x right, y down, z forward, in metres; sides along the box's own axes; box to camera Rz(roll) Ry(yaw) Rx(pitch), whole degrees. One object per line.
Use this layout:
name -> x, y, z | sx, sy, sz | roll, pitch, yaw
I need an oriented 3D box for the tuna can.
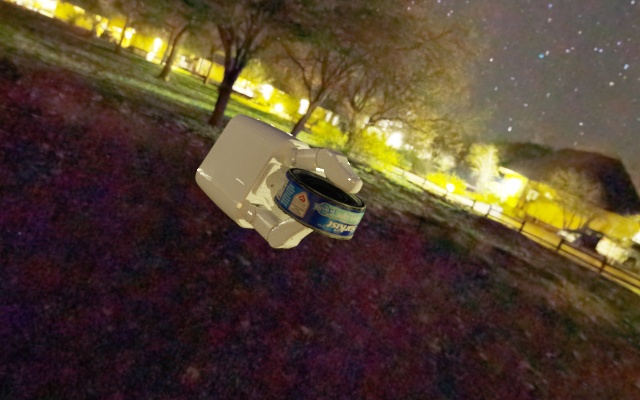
tuna can -> 0.000, 0.001, 0.463 | 0.086, 0.034, 0.086 | 25, 13, -6
